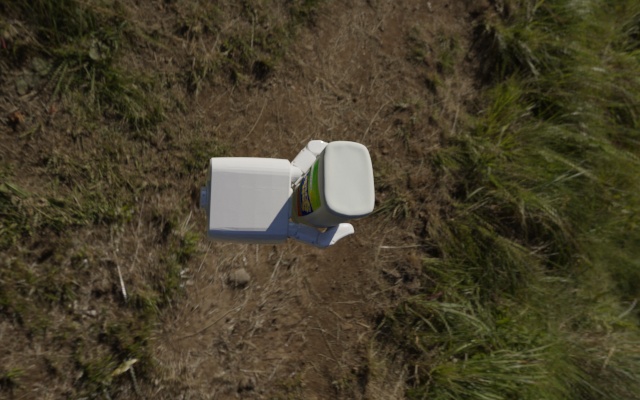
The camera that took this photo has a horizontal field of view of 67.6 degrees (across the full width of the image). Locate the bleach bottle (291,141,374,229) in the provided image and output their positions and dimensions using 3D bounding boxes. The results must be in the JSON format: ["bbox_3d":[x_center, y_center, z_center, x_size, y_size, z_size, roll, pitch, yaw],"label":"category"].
[{"bbox_3d":[0.000,0.002,0.698,0.068,0.102,0.251,3,-16,-16],"label":"bleach bottle"}]
